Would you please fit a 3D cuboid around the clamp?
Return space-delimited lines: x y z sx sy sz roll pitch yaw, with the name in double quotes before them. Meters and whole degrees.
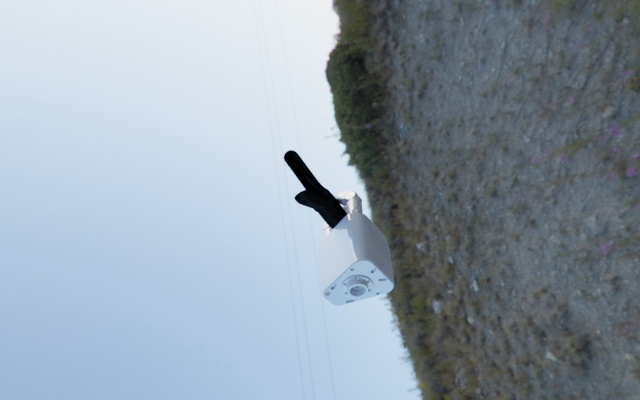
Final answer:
"clamp" 0.000 0.003 0.786 0.039 0.120 0.171 -32 -57 20
